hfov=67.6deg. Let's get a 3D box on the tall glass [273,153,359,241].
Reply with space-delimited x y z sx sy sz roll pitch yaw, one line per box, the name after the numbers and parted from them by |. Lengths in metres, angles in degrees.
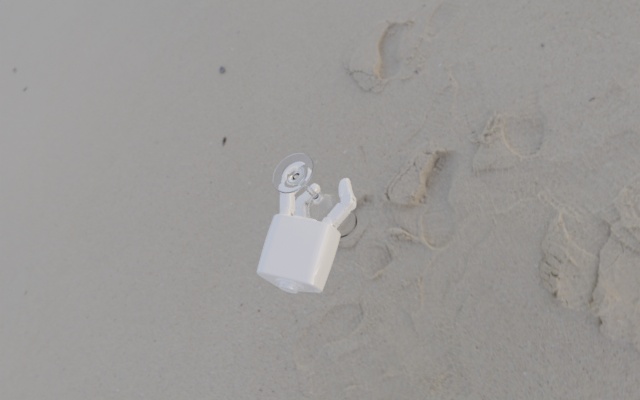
0.000 0.002 0.833 0.079 0.079 0.201 0 -28 30 | tall glass
